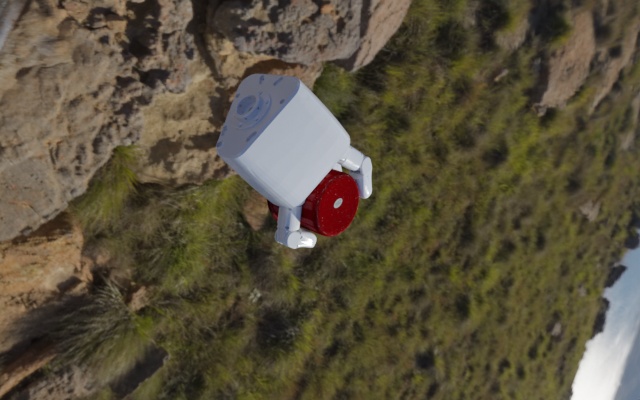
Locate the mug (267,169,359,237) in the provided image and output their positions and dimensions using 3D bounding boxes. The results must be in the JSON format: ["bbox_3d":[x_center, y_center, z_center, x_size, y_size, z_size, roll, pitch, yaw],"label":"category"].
[{"bbox_3d":[0.001,0.003,0.611,0.081,0.093,0.117,19,-15,41],"label":"mug"}]
